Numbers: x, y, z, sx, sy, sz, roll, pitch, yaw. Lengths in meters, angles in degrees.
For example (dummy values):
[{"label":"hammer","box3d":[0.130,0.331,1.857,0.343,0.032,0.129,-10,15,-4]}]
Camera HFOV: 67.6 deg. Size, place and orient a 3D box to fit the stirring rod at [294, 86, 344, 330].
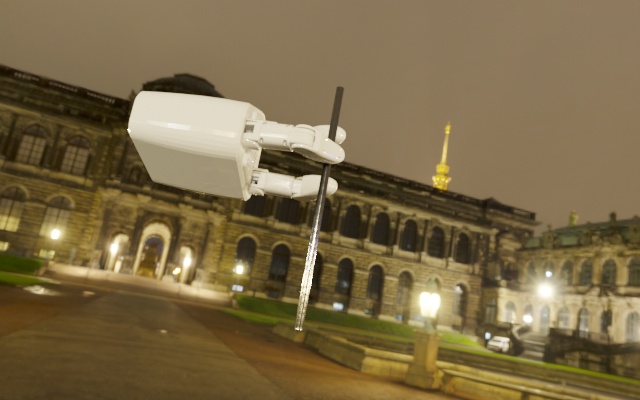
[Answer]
[{"label":"stirring rod","box3d":[0.000,0.002,0.460,0.011,0.239,0.011,9,-12,2]}]
